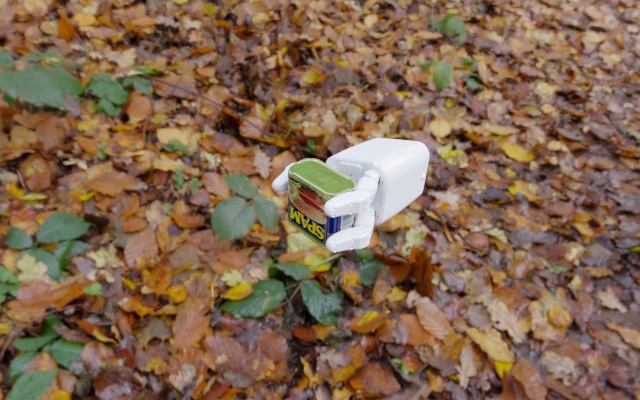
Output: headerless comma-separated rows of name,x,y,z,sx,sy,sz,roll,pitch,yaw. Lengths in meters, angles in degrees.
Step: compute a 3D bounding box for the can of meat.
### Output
can of meat,0.000,0.002,0.635,0.057,0.084,0.102,-26,43,-35
